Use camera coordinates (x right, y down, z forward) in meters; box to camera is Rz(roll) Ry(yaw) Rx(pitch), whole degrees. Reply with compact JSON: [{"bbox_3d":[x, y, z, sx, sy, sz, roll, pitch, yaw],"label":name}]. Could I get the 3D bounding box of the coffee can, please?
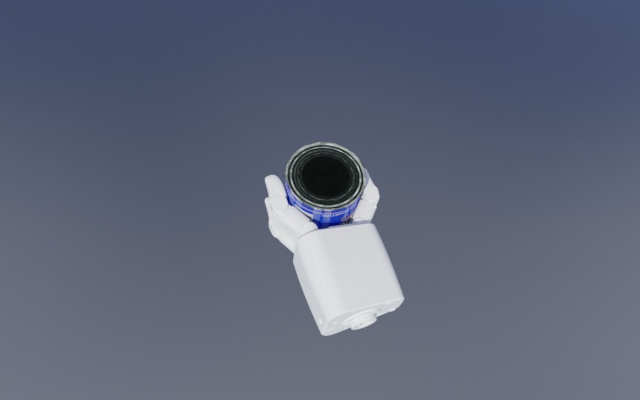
[{"bbox_3d":[0.000,0.002,0.661,0.103,0.102,0.140,0,-30,-6],"label":"coffee can"}]
